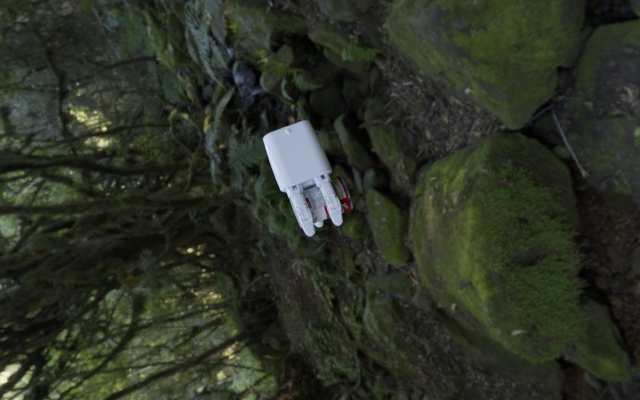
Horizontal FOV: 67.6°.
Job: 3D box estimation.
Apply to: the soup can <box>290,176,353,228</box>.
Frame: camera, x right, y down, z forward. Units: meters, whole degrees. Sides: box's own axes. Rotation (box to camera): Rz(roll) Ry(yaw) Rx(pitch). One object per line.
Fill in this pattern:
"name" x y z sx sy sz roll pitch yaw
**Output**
"soup can" 0.000 0.004 0.891 0.102 0.068 0.068 -21 3 -7
